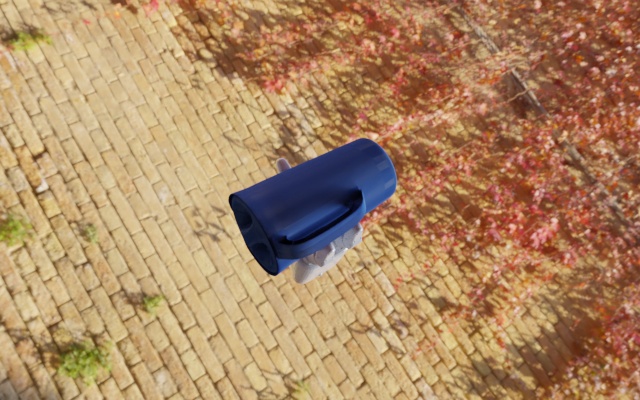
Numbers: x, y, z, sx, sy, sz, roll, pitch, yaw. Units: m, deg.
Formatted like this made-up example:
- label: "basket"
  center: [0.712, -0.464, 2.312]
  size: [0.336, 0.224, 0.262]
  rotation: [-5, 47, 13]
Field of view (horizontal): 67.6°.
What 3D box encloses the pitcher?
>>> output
- label: "pitcher"
  center: [0.000, 0.002, 0.715]
  size: [0.243, 0.149, 0.145]
  rotation: [-29, -18, -22]
